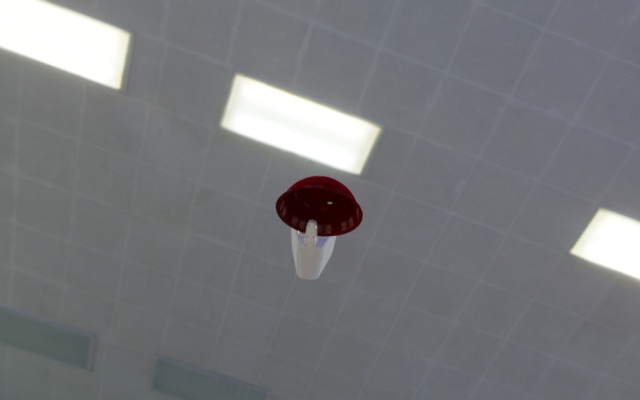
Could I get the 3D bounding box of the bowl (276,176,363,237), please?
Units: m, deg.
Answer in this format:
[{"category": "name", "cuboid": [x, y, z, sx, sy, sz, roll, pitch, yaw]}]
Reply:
[{"category": "bowl", "cuboid": [0.001, 0.002, 0.891, 0.162, 0.055, 0.162, 6, -35, 4]}]
